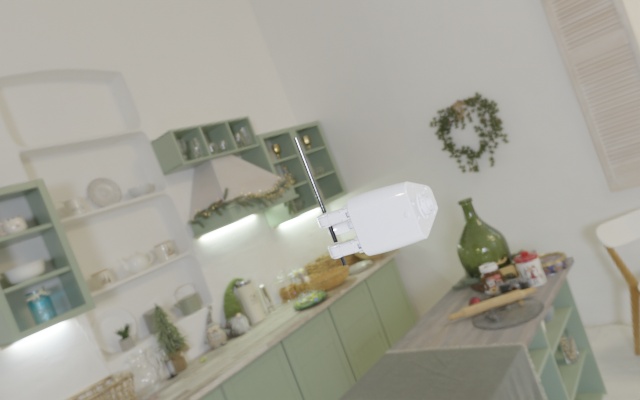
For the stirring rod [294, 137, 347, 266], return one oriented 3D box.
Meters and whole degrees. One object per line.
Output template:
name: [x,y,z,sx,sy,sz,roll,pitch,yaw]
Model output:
stirring rod: [0.000,0.003,0.842,0.011,0.239,0.011,-21,3,1]
